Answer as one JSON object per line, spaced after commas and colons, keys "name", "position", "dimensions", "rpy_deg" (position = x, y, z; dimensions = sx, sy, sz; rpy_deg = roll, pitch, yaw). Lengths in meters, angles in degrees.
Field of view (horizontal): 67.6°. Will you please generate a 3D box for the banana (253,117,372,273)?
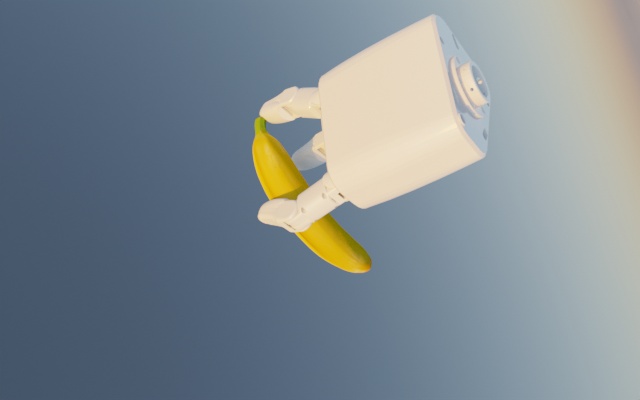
{"name": "banana", "position": [-0.008, 0.008, 0.465], "dimensions": [0.037, 0.198, 0.069], "rpy_deg": [-24, 19, 34]}
